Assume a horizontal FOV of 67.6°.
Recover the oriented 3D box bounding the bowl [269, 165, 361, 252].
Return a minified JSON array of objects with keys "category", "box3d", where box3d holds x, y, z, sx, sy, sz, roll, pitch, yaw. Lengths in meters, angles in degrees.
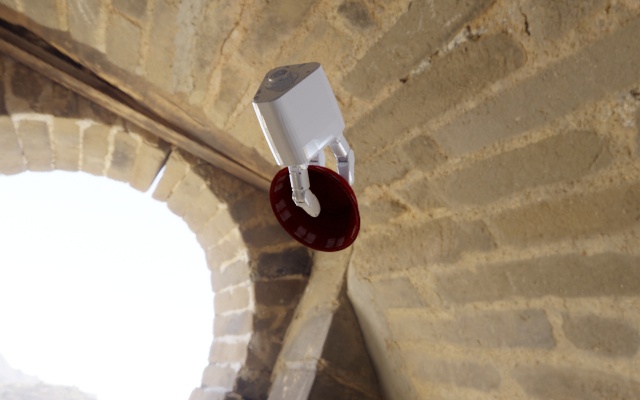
[{"category":"bowl","box3d":[0.000,0.003,0.765,0.162,0.162,0.055,0,30,33]}]
